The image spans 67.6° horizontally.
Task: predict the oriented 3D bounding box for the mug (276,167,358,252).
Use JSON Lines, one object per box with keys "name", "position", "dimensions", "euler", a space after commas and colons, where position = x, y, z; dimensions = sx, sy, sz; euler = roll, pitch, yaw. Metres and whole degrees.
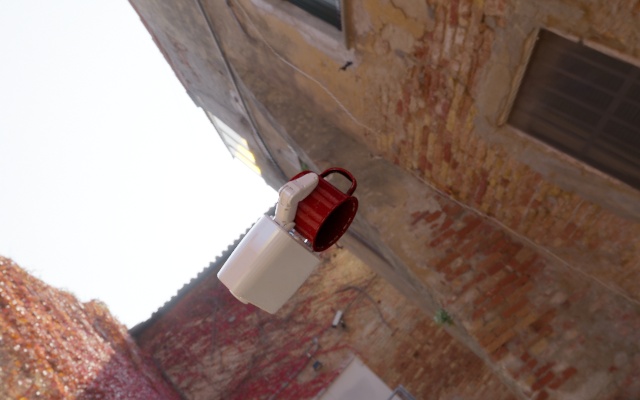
{"name": "mug", "position": [0.001, 0.001, 0.667], "dimensions": [0.081, 0.117, 0.093], "euler": [37, -5, 24]}
